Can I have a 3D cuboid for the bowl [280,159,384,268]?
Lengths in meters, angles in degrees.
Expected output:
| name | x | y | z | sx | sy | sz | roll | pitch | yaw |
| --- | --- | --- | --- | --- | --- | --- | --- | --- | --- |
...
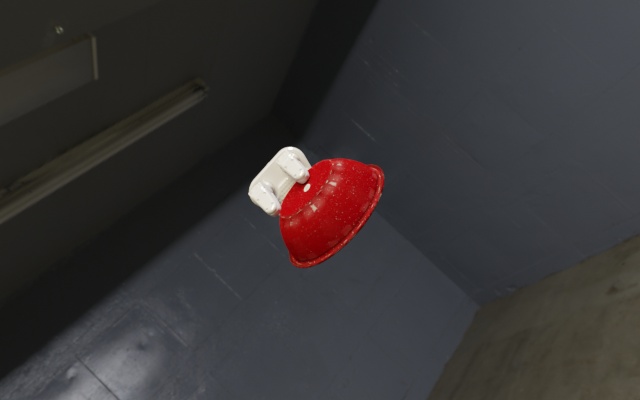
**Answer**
| name | x | y | z | sx | sy | sz | roll | pitch | yaw |
| --- | --- | --- | --- | --- | --- | --- | --- | --- | --- |
| bowl | 0.000 | 0.002 | 0.586 | 0.055 | 0.162 | 0.162 | 42 | -18 | -21 |
